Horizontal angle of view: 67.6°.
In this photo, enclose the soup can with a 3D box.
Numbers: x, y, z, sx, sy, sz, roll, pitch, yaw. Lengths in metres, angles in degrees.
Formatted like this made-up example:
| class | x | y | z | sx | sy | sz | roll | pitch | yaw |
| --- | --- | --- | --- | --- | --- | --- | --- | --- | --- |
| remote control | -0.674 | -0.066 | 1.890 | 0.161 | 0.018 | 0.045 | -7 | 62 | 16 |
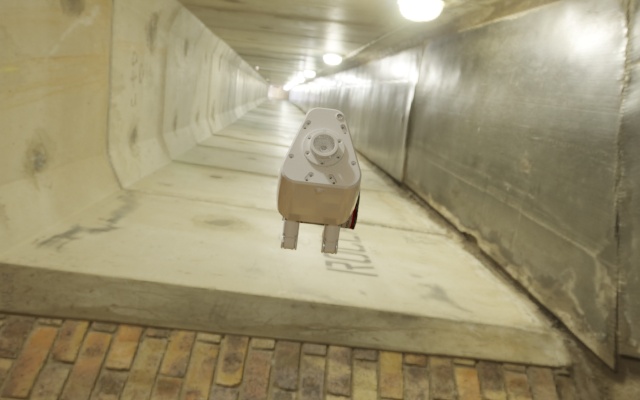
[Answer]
| class | x | y | z | sx | sy | sz | roll | pitch | yaw |
| --- | --- | --- | --- | --- | --- | --- | --- | --- | --- |
| soup can | 0.000 | 0.002 | 0.670 | 0.102 | 0.068 | 0.068 | 6 | 0 | -3 |
